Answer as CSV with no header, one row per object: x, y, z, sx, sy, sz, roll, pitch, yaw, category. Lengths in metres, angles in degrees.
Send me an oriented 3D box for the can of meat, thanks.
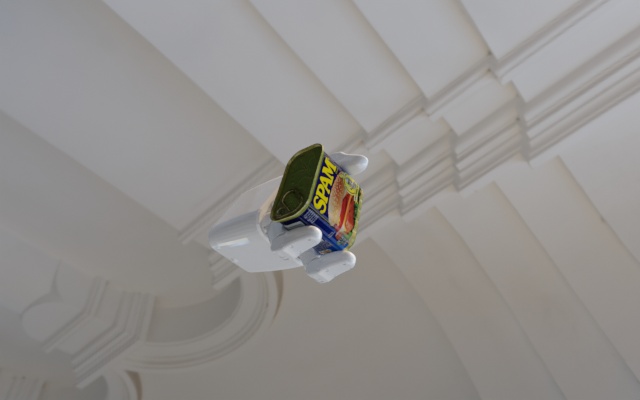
0.000,0.002,0.541,0.057,0.102,0.084,-19,-48,38,can of meat
